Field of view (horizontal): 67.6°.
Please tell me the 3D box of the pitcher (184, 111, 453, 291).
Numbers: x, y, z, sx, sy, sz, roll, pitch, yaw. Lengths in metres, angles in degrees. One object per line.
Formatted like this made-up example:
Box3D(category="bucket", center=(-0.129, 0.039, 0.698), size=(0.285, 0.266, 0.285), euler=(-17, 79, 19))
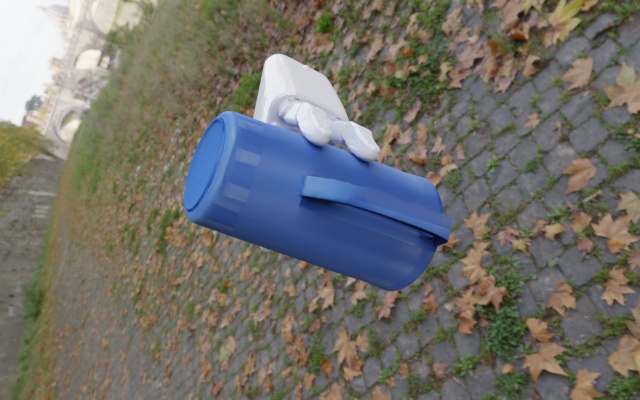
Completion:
Box3D(category="pitcher", center=(0.000, 0.001, 0.477), size=(0.243, 0.149, 0.145), euler=(19, 36, -28))
